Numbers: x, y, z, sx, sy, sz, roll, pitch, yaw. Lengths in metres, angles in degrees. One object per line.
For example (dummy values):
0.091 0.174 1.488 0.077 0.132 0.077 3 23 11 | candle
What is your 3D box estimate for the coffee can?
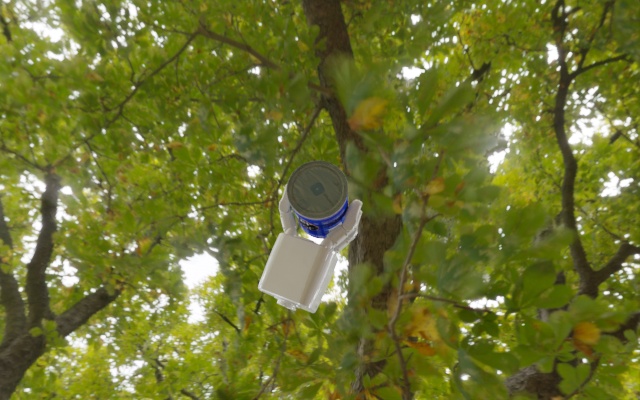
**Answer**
0.000 0.003 0.851 0.103 0.102 0.140 0 -18 5 | coffee can
